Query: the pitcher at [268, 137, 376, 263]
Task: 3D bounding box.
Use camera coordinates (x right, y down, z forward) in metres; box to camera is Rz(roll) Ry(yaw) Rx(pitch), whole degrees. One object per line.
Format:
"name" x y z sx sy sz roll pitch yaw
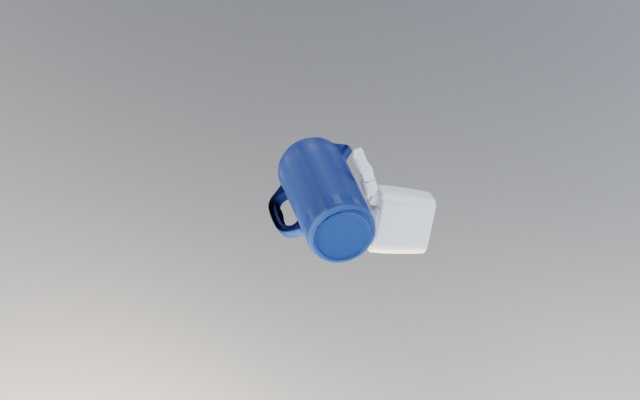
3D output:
"pitcher" 0.000 0.003 0.820 0.145 0.149 0.242 5 28 -17
